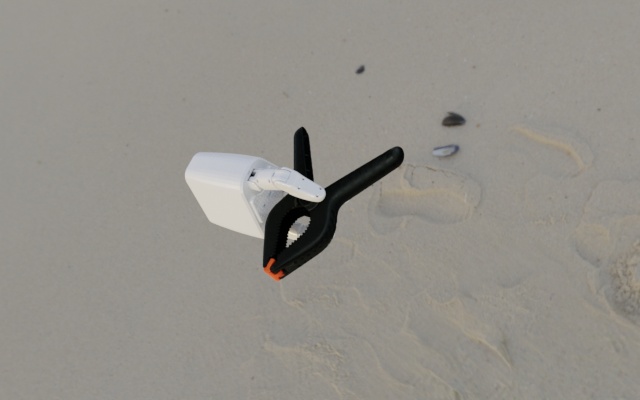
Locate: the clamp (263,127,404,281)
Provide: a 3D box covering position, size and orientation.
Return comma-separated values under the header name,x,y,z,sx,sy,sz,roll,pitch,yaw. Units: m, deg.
name,x,y,z,sx,sy,sz,roll,pitch,yaw
clamp,-0.001,0.002,0.577,0.164,0.210,0.036,9,-25,34
